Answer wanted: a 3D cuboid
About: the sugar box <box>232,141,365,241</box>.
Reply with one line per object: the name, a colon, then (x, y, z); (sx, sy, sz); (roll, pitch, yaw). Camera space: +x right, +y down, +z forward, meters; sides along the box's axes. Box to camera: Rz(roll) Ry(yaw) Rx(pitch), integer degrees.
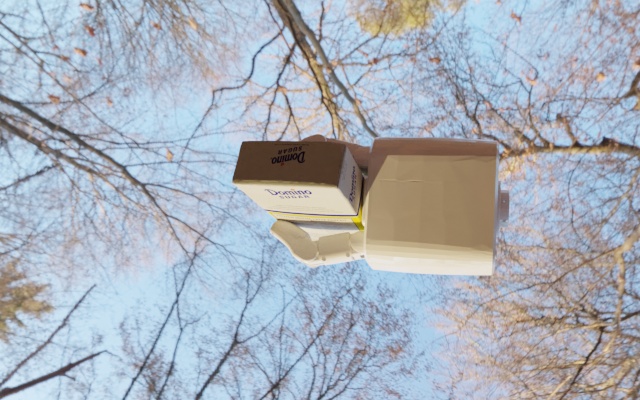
sugar box: (0.000, 0.001, 0.448); (0.093, 0.048, 0.176); (3, -22, 19)
